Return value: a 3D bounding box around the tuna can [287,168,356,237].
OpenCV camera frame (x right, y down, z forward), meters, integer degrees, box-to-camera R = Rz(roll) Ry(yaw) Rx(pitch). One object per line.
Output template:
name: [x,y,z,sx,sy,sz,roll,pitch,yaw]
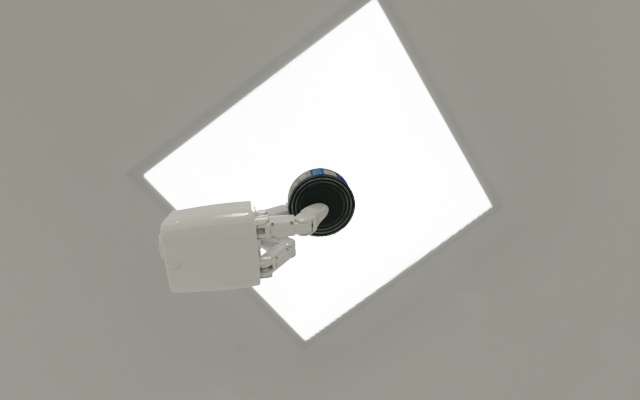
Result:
tuna can: [0.000,0.002,0.614,0.086,0.086,0.033,0,23,-8]
